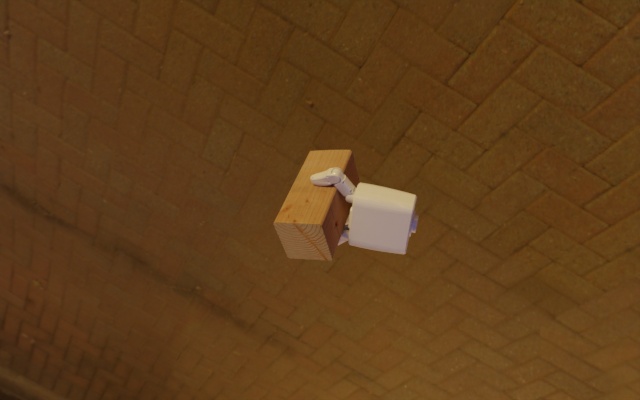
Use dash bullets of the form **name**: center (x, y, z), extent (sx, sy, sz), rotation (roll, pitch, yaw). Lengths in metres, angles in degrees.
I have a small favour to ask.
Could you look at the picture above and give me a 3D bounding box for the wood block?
- **wood block**: center (0.000, 0.003, 0.887), extent (0.090, 0.091, 0.206), rotation (1, 42, 22)
